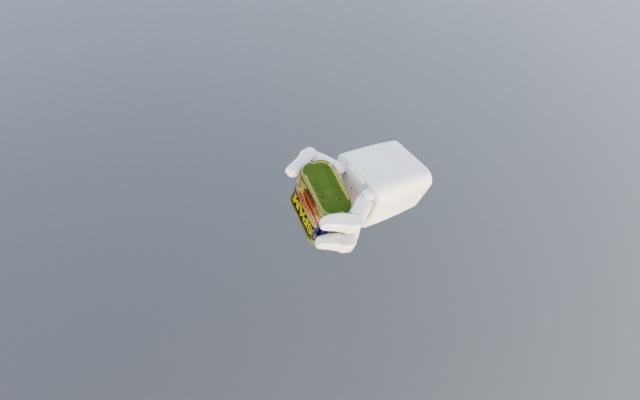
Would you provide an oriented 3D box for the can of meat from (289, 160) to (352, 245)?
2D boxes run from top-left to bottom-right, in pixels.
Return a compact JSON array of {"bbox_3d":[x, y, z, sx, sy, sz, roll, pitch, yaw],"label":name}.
[{"bbox_3d":[0.000,0.002,0.715,0.057,0.102,0.084,-15,-26,-24],"label":"can of meat"}]
